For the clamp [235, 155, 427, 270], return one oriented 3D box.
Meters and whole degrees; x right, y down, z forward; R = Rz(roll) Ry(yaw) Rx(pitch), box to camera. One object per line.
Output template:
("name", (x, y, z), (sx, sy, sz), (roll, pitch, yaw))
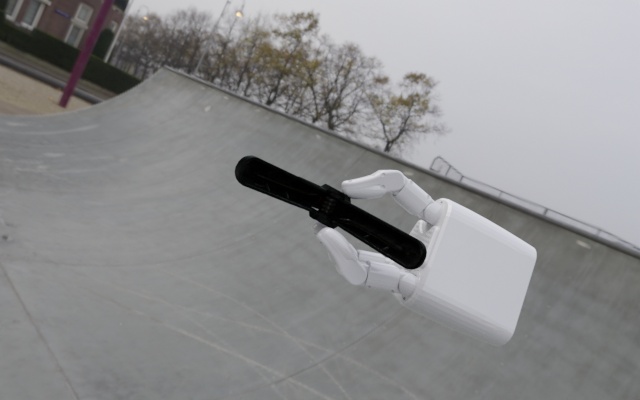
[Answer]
("clamp", (0.001, 0.001, 0.458), (0.164, 0.036, 0.210), (28, 2, -8))
